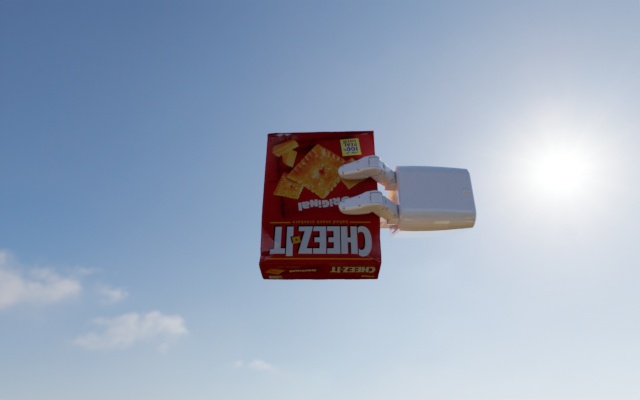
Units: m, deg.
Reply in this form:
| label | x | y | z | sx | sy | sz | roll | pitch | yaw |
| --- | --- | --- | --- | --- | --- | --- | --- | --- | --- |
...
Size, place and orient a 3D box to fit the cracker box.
| label | x | y | z | sx | sy | sz | roll | pitch | yaw |
| --- | --- | --- | --- | --- | --- | --- | --- | --- | --- |
| cracker box | 0.000 | 0.002 | 0.689 | 0.164 | 0.213 | 0.072 | 0 | -28 | 1 |
